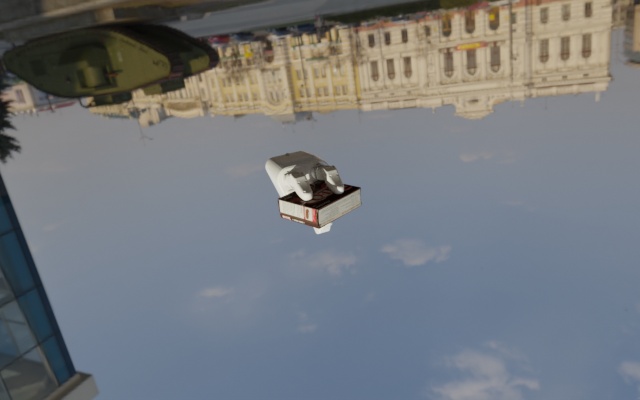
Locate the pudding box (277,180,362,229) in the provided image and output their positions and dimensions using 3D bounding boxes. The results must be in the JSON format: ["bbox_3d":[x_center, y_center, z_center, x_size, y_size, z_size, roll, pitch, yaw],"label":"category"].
[{"bbox_3d":[0.000,0.003,0.791,0.090,0.039,0.113,13,30,40],"label":"pudding box"}]
